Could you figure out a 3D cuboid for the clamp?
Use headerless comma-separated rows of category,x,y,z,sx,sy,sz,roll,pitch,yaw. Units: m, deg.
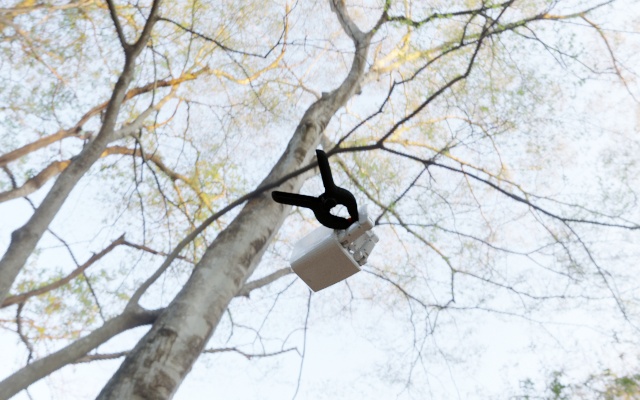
clamp,0.000,0.002,0.840,0.120,0.171,0.039,-33,27,14
